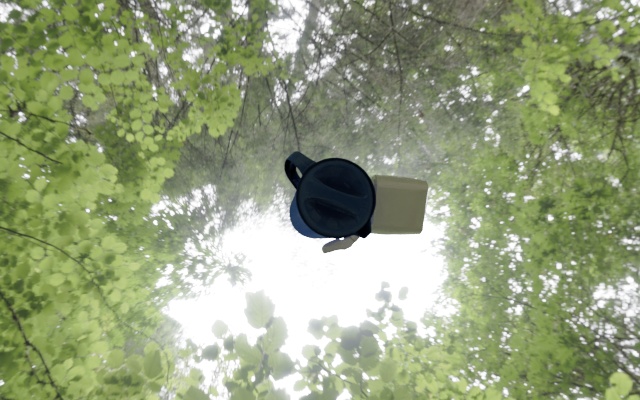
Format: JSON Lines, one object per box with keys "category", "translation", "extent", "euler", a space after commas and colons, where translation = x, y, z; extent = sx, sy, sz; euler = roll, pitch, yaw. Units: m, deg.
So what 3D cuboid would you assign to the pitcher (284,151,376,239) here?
{"category": "pitcher", "translation": [0.000, 0.003, 0.882], "extent": [0.145, 0.149, 0.243], "euler": [2, -8, -10]}
